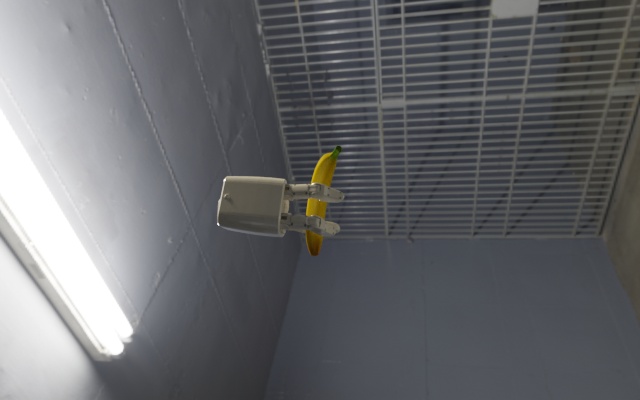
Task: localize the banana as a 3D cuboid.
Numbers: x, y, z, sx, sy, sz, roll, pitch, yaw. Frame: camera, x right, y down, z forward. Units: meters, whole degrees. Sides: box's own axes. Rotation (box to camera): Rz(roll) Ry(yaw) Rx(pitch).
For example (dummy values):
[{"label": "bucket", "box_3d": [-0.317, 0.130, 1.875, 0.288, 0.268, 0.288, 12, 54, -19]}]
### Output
[{"label": "banana", "box_3d": [-0.002, 0.000, 0.860, 0.037, 0.198, 0.069, 11, -2, -9]}]
